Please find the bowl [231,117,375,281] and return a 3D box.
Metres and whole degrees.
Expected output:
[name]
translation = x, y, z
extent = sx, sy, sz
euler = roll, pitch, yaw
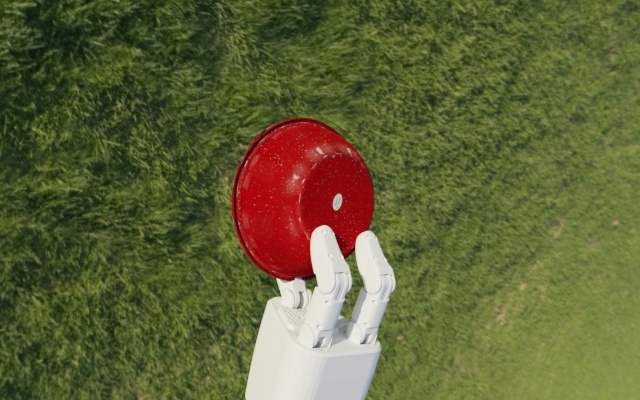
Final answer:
[bowl]
translation = 0.000, 0.000, 0.450
extent = 0.162, 0.162, 0.055
euler = 0, 4, -39
